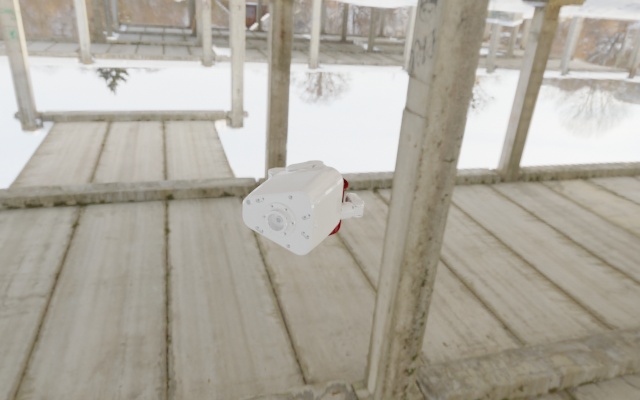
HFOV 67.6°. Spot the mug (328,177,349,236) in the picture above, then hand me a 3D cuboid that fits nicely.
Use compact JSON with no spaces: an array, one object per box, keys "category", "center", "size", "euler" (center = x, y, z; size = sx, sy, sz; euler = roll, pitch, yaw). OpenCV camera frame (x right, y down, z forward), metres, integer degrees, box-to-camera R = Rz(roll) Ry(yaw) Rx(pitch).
[{"category":"mug","center":[0.001,0.002,0.784],"size":[0.093,0.081,0.117],"euler":[13,24,20]}]
